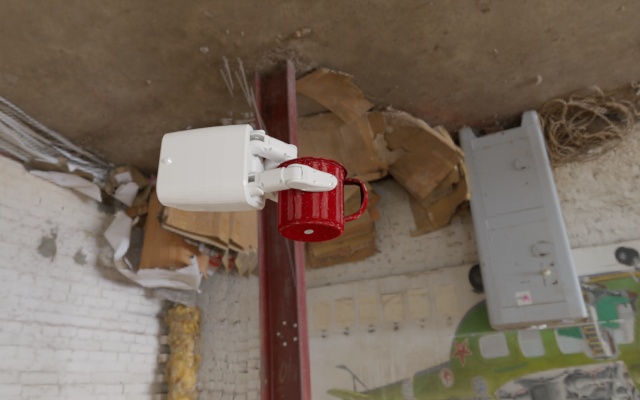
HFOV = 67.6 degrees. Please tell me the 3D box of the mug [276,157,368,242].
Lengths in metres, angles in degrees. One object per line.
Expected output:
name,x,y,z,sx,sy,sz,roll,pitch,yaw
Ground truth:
mug,0.002,0.002,0.590,0.117,0.081,0.093,-3,-22,6
